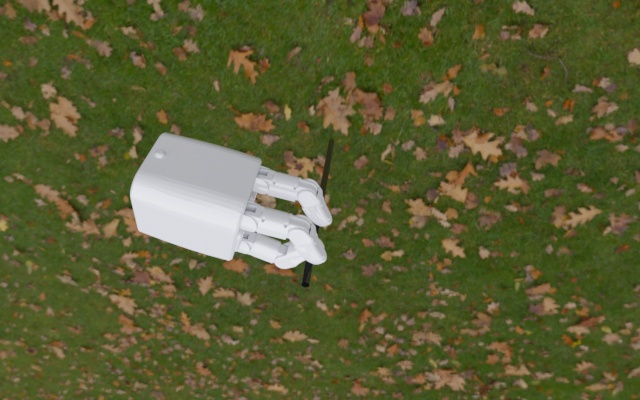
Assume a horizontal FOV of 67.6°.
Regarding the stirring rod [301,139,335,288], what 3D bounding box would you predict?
[{"bbox_3d":[0.000,0.002,0.559,0.011,0.011,0.239,0,43,10],"label":"stirring rod"}]
